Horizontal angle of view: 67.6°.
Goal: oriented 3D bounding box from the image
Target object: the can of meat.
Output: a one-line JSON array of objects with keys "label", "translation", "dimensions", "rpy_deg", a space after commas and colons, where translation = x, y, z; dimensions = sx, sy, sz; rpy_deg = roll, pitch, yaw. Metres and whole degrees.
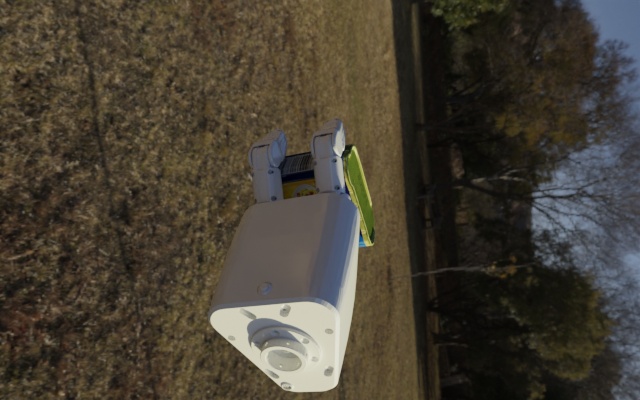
[{"label": "can of meat", "translation": [0.000, 0.001, 0.447], "dimensions": [0.084, 0.102, 0.057], "rpy_deg": [-9, 33, 17]}]
